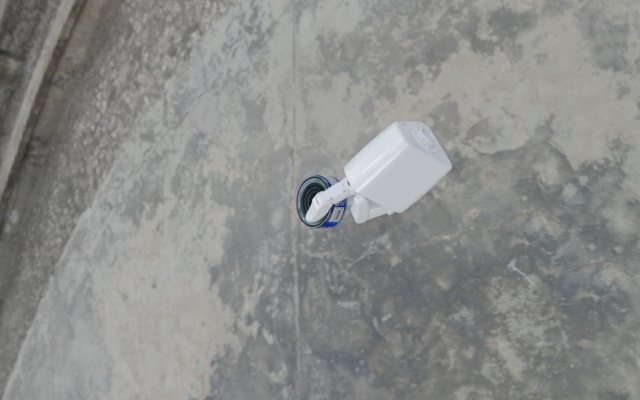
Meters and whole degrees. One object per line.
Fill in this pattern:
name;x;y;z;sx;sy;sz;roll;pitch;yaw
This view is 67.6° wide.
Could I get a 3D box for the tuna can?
tuna can;0.000;0.003;0.758;0.034;0.086;0.086;3;-2;-44
